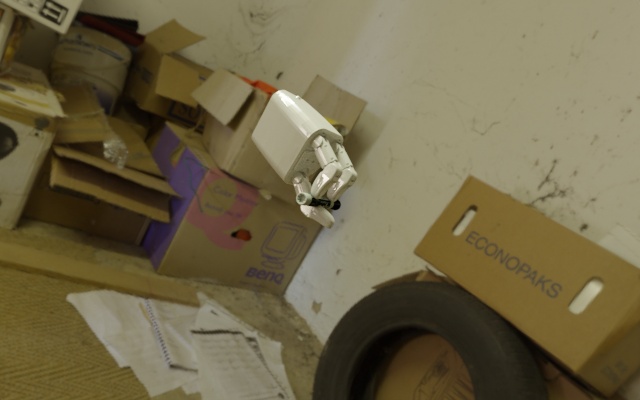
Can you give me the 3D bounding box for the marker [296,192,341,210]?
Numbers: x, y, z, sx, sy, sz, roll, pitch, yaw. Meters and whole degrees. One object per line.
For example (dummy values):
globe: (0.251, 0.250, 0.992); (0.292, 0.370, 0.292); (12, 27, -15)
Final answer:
marker: (0.000, 0.002, 0.749); (0.020, 0.020, 0.121); (0, -5, 28)
